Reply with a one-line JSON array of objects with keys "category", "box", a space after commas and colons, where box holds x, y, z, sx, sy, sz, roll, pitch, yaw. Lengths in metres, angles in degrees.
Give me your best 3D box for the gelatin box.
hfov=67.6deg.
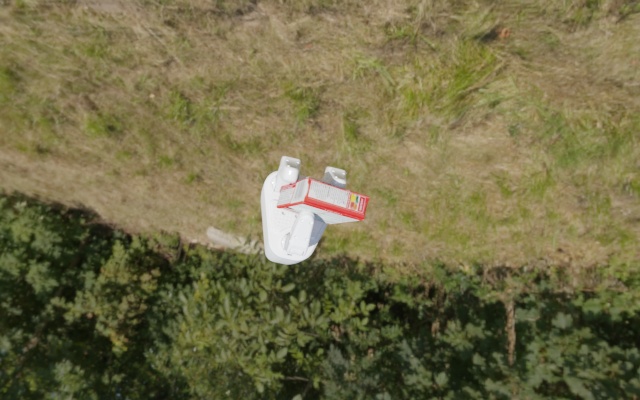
[{"category": "gelatin box", "box": [0.000, 0.002, 0.531, 0.073, 0.030, 0.089, 17, -11, -22]}]
